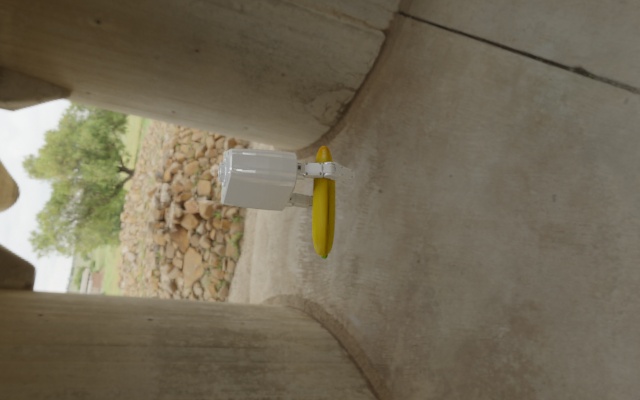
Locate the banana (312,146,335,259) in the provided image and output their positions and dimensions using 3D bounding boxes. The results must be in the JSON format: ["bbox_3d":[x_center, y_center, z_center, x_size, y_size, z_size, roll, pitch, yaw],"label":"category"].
[{"bbox_3d":[0.003,0.009,0.796,0.037,0.198,0.069,0,9,-11],"label":"banana"}]
